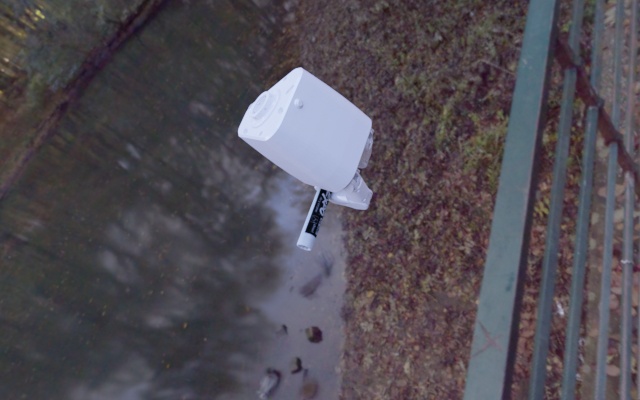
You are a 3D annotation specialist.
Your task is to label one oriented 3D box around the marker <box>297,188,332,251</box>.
[{"bbox_3d":[0.000,0.002,0.577,0.020,0.121,0.020,18,-21,7],"label":"marker"}]
